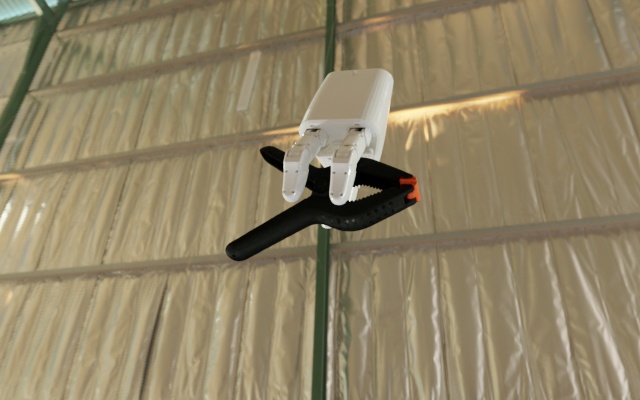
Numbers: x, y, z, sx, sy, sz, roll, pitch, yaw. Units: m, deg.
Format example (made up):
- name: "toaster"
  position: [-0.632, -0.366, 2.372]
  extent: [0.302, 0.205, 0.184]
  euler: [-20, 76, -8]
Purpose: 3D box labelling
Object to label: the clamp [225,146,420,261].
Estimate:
- name: "clamp"
  position: [0.001, 0.002, 0.525]
  extent: [0.210, 0.164, 0.036]
  euler: [2, -37, 23]
